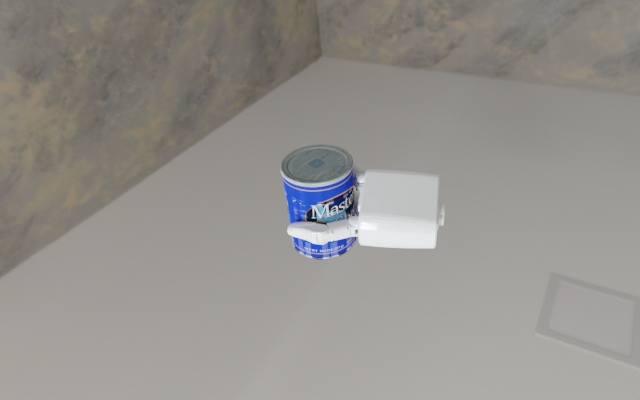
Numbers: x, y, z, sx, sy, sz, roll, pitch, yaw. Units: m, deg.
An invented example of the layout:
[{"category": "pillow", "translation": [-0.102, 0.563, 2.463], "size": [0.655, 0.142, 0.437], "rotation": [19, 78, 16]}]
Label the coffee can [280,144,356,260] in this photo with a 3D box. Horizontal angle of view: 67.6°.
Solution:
[{"category": "coffee can", "translation": [0.000, 0.002, 0.712], "size": [0.103, 0.140, 0.102], "rotation": [-4, 37, 3]}]
